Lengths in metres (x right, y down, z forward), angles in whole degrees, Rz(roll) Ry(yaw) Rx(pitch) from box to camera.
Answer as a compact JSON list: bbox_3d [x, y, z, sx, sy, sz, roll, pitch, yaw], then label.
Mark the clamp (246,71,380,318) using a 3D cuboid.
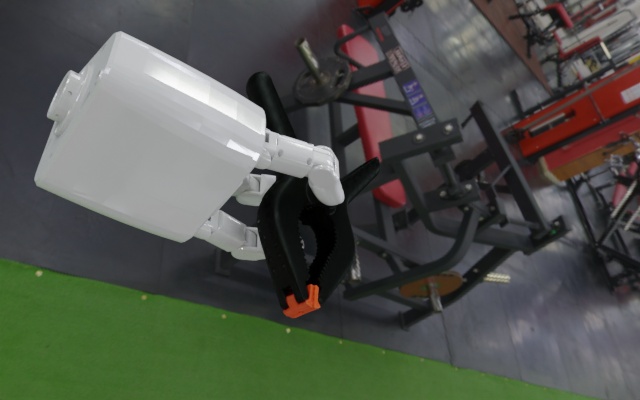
[{"bbox_3d":[0.000,0.001,0.413,0.164,0.209,0.036,25,-42,-35],"label":"clamp"}]
